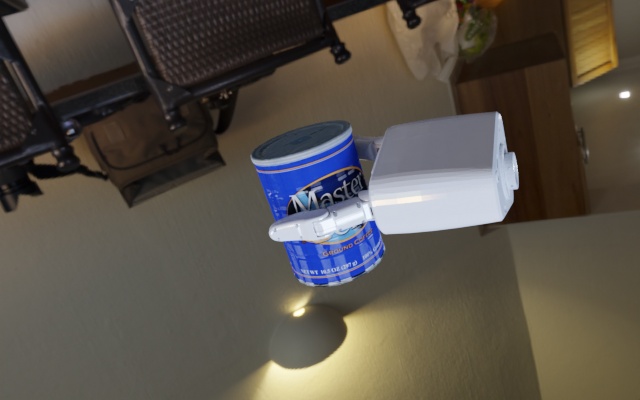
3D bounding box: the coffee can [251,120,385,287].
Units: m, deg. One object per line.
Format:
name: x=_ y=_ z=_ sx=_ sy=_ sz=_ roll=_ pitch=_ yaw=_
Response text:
coffee can: x=0.000 y=0.002 z=0.491 sx=0.103 sy=0.140 sz=0.102 roll=-16 pitch=21 yaw=6
